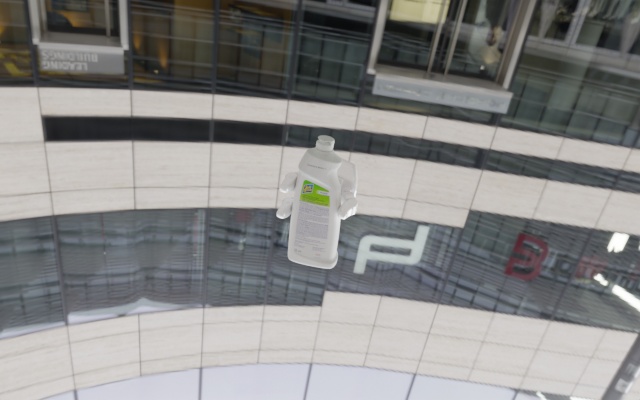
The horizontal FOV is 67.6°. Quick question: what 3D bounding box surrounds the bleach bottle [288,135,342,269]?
[{"bbox_3d":[0.000,0.003,0.893,0.102,0.251,0.068,11,27,2],"label":"bleach bottle"}]
